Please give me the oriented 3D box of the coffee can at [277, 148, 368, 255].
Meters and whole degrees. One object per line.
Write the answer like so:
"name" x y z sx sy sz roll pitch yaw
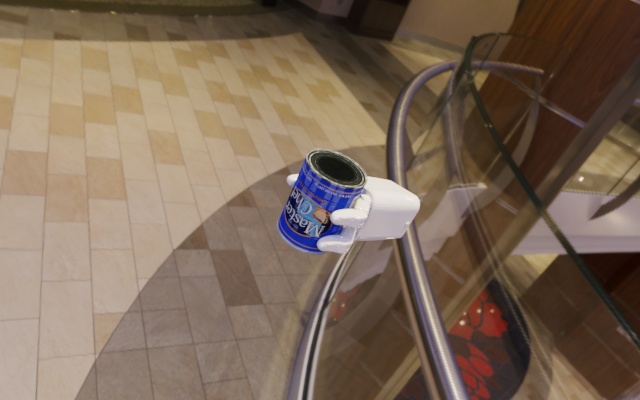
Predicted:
"coffee can" 0.000 0.003 0.768 0.103 0.140 0.102 18 32 -12
